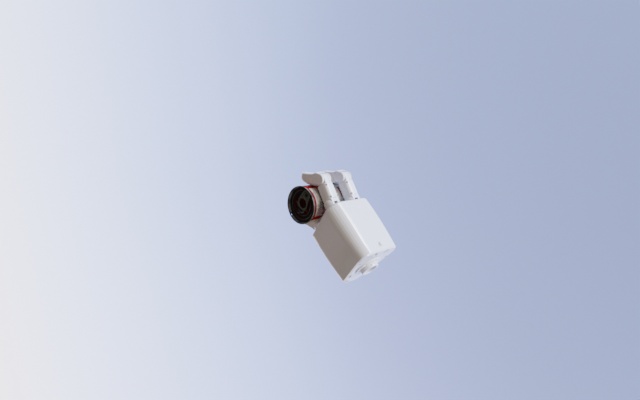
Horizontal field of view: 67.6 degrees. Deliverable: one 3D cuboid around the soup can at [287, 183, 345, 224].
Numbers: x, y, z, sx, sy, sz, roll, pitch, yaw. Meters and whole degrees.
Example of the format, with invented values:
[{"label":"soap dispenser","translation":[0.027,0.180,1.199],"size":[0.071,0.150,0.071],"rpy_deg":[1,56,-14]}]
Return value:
[{"label":"soup can","translation":[0.000,0.002,0.866],"size":[0.068,0.068,0.102],"rpy_deg":[0,6,44]}]
